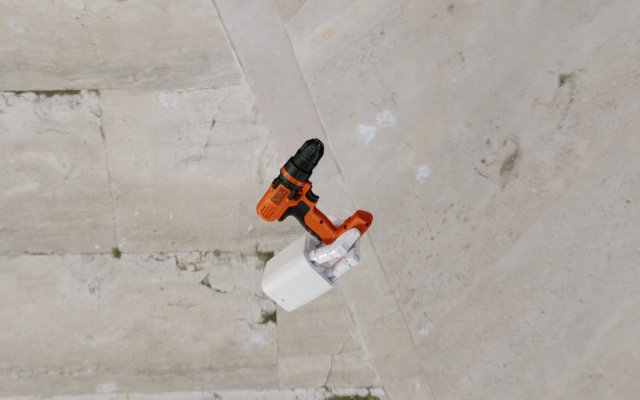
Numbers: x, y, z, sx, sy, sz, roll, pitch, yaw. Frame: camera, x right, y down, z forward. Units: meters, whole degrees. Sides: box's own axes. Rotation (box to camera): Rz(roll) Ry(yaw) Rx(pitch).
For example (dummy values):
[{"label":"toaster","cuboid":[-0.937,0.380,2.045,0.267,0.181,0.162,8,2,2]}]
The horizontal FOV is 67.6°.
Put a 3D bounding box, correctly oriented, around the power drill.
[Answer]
[{"label":"power drill","cuboid":[0.000,0.003,0.862,0.187,0.184,0.057,37,25,-6]}]
